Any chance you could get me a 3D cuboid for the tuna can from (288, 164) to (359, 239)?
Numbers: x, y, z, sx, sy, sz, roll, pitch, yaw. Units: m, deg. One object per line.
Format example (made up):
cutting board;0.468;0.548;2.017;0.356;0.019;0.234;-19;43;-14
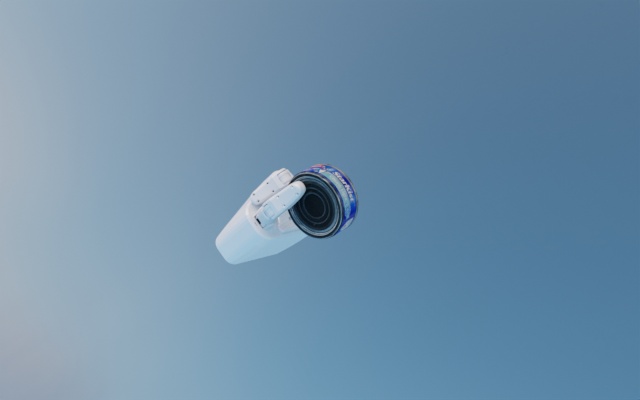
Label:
tuna can;0.000;0.002;0.566;0.086;0.086;0.033;0;19;38
